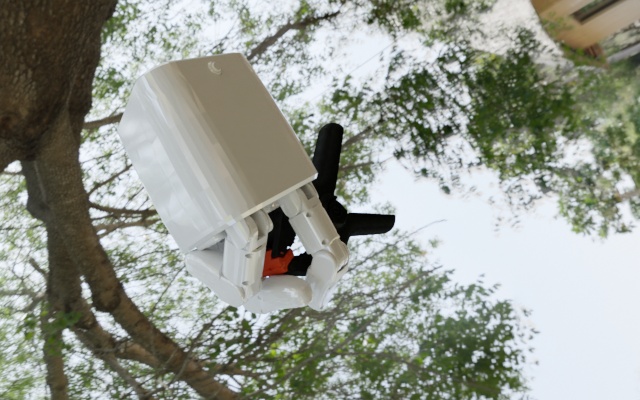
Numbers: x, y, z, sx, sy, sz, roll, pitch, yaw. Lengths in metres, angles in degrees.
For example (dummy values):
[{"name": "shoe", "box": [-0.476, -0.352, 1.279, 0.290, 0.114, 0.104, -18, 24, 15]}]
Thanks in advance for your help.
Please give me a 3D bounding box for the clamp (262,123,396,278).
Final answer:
[{"name": "clamp", "box": [0.000, 0.002, 0.413, 0.039, 0.120, 0.171, -30, 1, 39]}]
